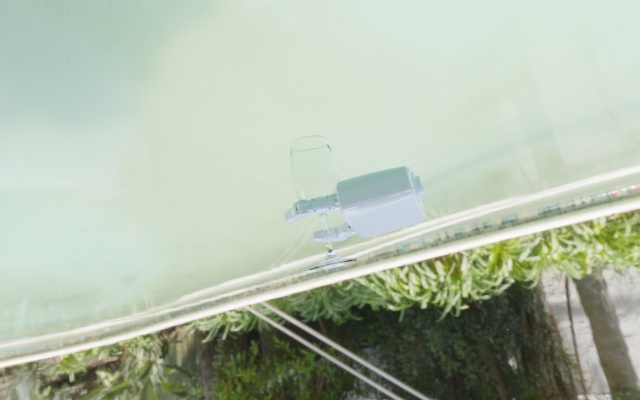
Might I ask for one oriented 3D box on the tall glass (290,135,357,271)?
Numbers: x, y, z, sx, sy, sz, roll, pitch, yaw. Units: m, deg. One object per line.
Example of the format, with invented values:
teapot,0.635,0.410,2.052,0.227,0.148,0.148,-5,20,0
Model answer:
tall glass,0.000,0.003,0.743,0.079,0.201,0.079,-11,-14,-3
